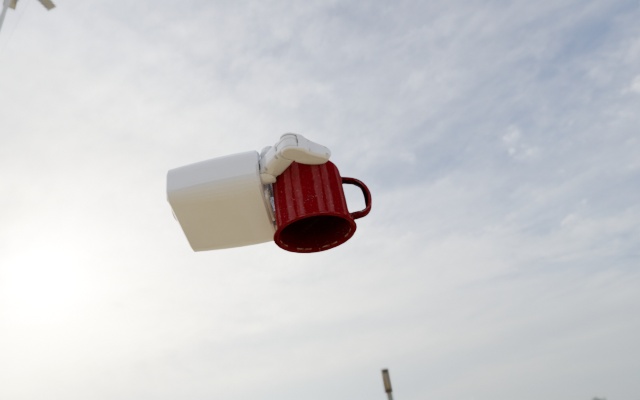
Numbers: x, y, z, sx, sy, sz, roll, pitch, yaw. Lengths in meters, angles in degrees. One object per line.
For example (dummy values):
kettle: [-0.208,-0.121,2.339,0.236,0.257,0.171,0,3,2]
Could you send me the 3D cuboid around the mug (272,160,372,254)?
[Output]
mug: [0.001,0.001,0.546,0.117,0.081,0.093,-10,-31,0]
